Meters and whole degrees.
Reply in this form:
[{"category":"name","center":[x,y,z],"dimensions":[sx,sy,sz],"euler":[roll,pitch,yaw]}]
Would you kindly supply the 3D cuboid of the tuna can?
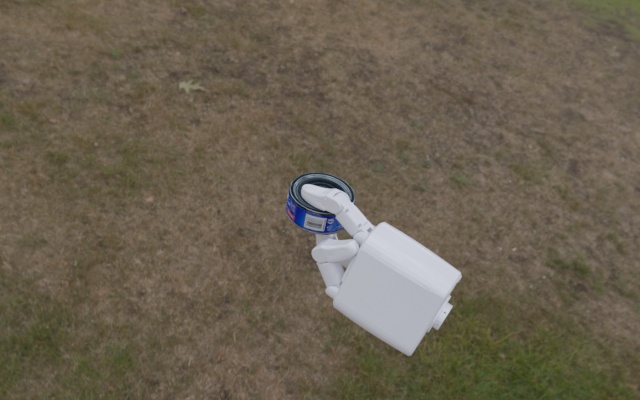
[{"category":"tuna can","center":[0.000,0.001,0.601],"dimensions":[0.086,0.034,0.086],"euler":[7,39,-6]}]
